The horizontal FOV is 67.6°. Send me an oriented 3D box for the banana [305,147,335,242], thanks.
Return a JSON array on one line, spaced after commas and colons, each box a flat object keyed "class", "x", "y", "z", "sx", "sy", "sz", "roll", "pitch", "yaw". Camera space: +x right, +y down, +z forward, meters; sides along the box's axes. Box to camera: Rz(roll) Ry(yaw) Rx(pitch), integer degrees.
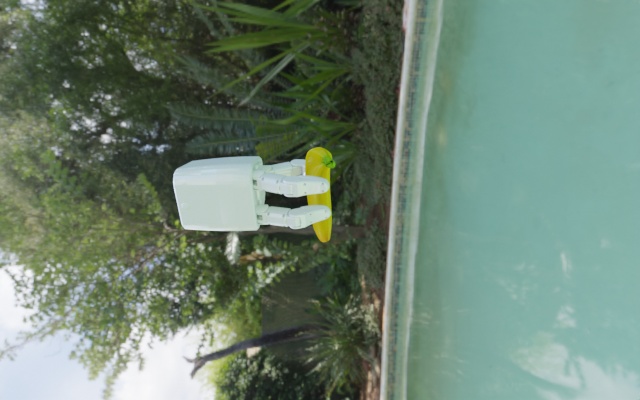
[{"class": "banana", "x": -0.002, "y": -0.015, "z": 0.693, "sx": 0.037, "sy": 0.069, "sz": 0.198, "roll": -5, "pitch": -35, "yaw": -3}]
